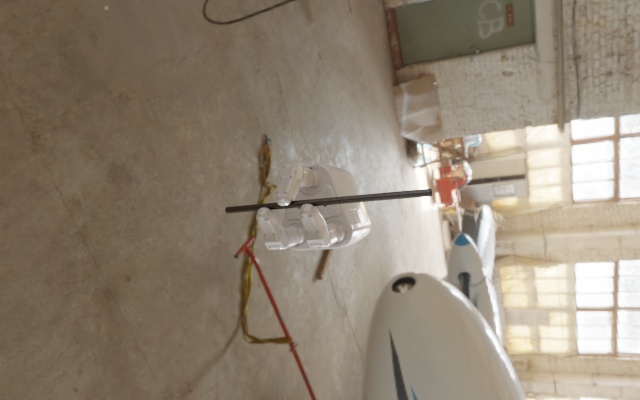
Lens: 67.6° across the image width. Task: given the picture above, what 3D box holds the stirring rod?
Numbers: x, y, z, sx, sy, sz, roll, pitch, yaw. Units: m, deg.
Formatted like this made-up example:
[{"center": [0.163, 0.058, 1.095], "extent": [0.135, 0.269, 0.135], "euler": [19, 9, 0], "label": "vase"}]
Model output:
[{"center": [0.000, 0.002, 0.524], "extent": [0.239, 0.011, 0.011], "euler": [-5, -2, 22], "label": "stirring rod"}]
